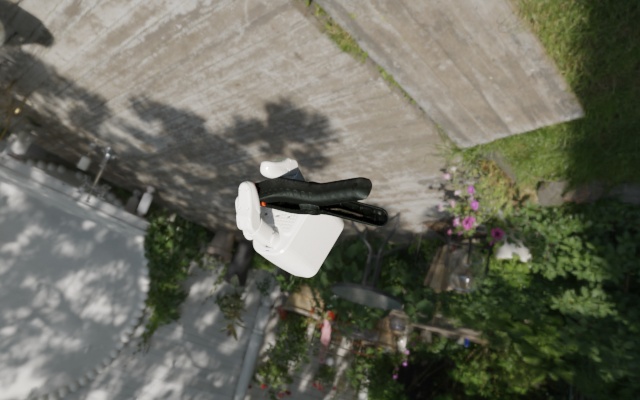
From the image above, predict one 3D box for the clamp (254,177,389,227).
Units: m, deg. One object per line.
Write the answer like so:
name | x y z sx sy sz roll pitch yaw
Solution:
clamp | 0.000 0.002 0.584 0.171 0.039 0.120 5 -24 29
